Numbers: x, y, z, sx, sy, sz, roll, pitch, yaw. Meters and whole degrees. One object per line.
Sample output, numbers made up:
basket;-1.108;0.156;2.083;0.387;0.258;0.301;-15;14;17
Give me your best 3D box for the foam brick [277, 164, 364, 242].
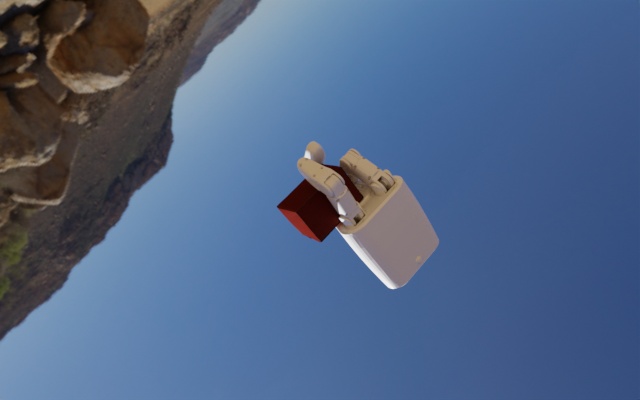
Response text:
foam brick;0.000;0.002;0.561;0.078;0.051;0.053;-45;26;-16
